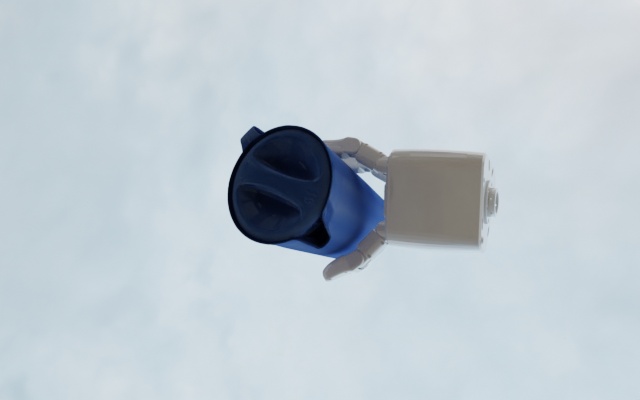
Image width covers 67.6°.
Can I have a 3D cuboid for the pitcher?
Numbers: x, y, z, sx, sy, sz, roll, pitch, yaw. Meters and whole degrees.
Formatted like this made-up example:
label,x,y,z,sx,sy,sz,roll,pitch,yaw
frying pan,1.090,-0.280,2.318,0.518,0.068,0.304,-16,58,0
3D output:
label,x,y,z,sx,sy,sz,roll,pitch,yaw
pitcher,0.000,0.002,0.611,0.145,0.149,0.243,0,-14,28
